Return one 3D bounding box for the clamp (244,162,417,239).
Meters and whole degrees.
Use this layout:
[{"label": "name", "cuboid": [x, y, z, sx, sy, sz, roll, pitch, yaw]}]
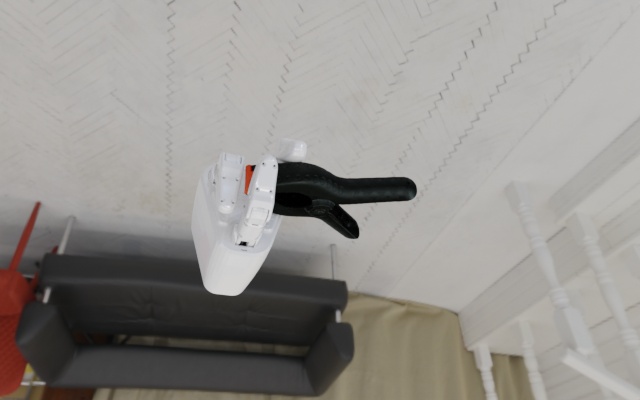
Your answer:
[{"label": "clamp", "cuboid": [0.000, 0.002, 0.498, 0.171, 0.039, 0.120, 10, -38, -18]}]
